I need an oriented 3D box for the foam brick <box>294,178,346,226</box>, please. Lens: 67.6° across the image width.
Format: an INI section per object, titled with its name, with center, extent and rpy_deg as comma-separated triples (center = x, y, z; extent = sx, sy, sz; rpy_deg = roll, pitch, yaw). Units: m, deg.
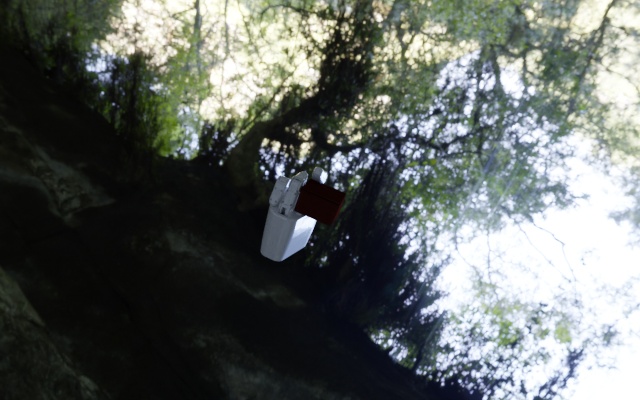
[foam brick]
center = 0.000, 0.003, 0.888
extent = 0.078, 0.051, 0.053
rpy_deg = 23, 28, 8
